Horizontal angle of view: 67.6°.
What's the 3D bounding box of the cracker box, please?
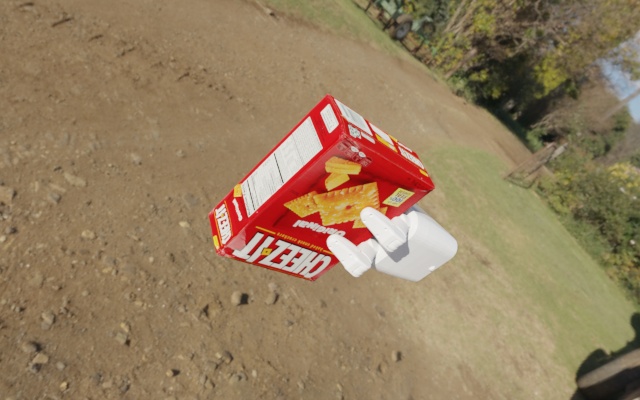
[{"bbox_3d":[0.000,0.002,0.562,0.164,0.072,0.214,25,-56,-41],"label":"cracker box"}]
